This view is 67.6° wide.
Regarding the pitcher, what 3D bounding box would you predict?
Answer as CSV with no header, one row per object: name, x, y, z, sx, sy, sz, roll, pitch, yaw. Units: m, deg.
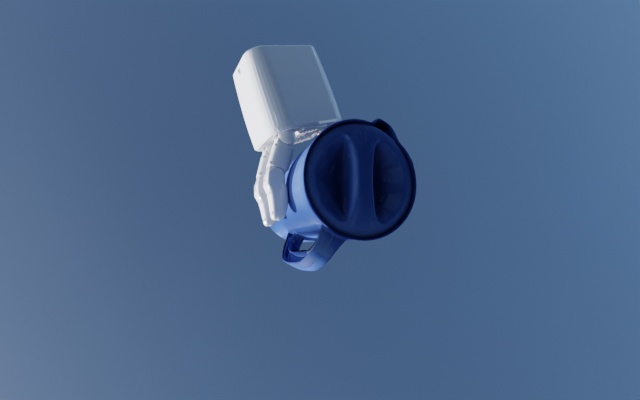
pitcher,0.000,0.002,0.611,0.149,0.145,0.243,-17,-2,-22
